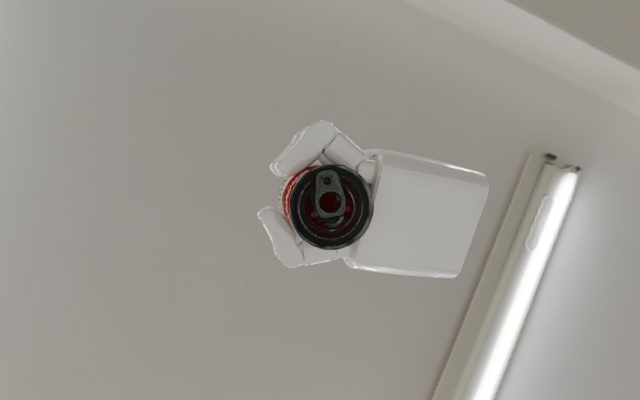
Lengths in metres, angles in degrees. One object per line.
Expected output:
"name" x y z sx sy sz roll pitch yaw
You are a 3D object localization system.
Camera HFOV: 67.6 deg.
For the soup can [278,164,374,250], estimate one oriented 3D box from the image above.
"soup can" 0.000 0.001 0.421 0.068 0.068 0.102 0 4 -11
